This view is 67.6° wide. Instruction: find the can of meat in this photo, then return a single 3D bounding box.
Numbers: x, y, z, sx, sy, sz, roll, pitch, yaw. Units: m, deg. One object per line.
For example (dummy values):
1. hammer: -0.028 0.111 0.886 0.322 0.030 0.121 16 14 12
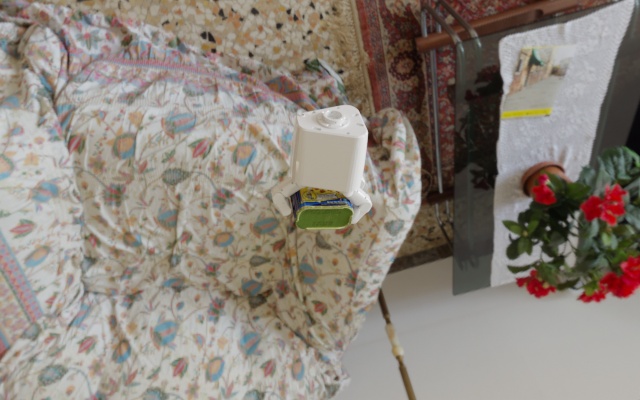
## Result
1. can of meat: 0.000 0.003 0.811 0.102 0.057 0.084 -1 42 -13
